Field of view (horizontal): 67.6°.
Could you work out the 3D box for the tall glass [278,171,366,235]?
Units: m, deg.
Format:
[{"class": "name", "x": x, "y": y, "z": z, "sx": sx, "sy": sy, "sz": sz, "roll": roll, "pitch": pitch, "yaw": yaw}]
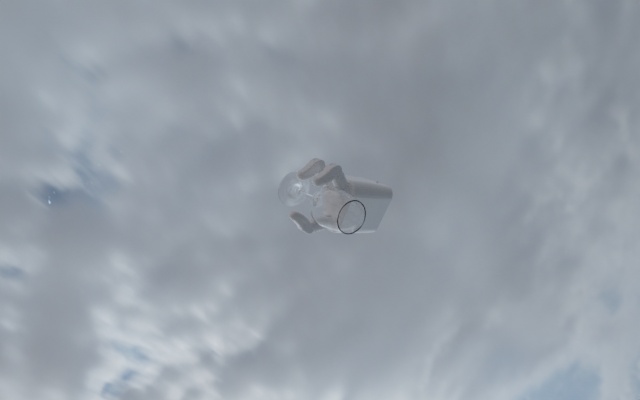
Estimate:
[{"class": "tall glass", "x": 0.000, "y": 0.003, "z": 0.898, "sx": 0.079, "sy": 0.079, "sz": 0.201, "roll": 0, "pitch": 15, "yaw": -34}]
